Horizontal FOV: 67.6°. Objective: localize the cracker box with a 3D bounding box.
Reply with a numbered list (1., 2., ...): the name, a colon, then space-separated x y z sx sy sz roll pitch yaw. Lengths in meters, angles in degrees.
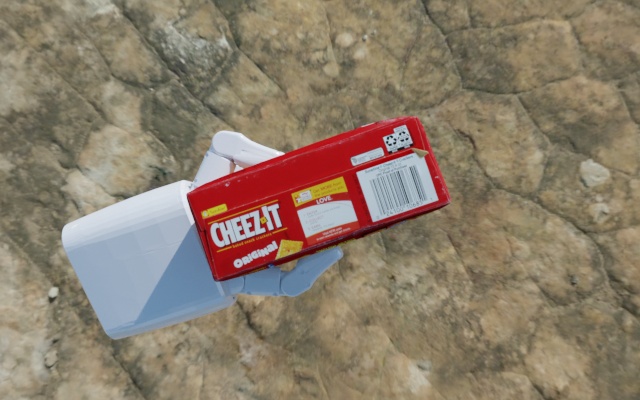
1. cracker box: 0.000 0.002 0.412 0.164 0.072 0.214 -19 -2 1
